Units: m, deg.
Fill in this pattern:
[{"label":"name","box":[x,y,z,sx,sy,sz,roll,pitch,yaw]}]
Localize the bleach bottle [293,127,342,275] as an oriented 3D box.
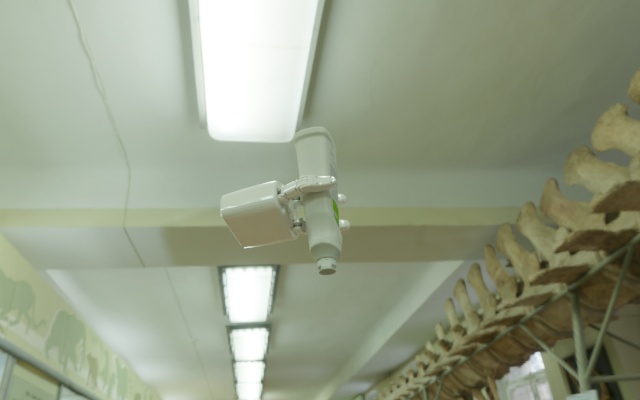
[{"label":"bleach bottle","box":[0.000,0.003,0.822,0.068,0.250,0.103,-12,-30,13]}]
